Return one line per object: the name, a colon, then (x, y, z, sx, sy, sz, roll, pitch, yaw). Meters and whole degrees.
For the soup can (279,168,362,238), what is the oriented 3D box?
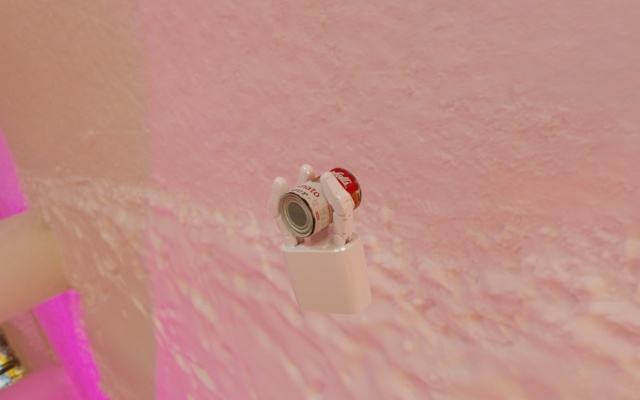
soup can: (0.000, 0.002, 0.667, 0.068, 0.068, 0.102, 0, 22, 46)
